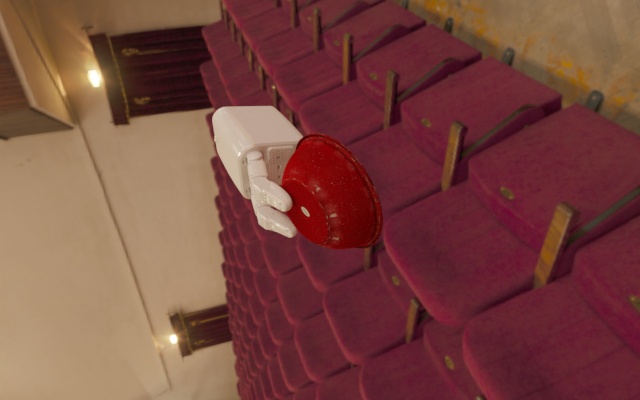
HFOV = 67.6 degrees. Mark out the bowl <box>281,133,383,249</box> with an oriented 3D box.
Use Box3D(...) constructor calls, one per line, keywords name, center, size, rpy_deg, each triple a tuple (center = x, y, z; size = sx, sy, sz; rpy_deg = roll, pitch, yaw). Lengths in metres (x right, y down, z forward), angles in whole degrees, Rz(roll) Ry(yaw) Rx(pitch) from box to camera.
Box3D(name="bowl", center=(0.001, 0.003, 0.587), size=(0.055, 0.162, 0.162), rpy_deg=(-32, 17, -29))
